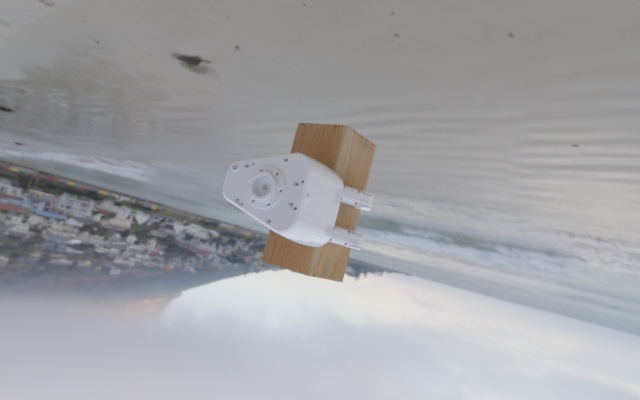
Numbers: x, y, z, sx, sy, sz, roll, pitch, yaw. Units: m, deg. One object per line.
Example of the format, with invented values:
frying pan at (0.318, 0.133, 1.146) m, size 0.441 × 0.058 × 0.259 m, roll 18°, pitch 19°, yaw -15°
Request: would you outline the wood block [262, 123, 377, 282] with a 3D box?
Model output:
wood block at (0.000, 0.002, 0.686) m, size 0.091 × 0.206 × 0.090 m, roll 11°, pitch -7°, yaw 37°
